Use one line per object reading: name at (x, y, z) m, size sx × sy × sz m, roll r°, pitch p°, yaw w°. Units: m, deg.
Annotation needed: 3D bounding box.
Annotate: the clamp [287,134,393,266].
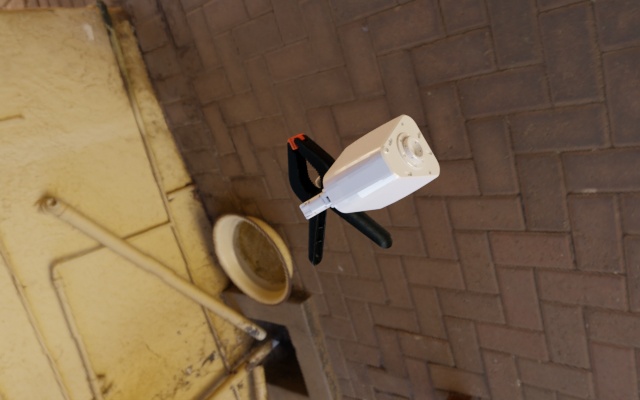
clamp at (0.000, 0.002, 0.728) m, size 0.164 × 0.210 × 0.036 m, roll -30°, pitch 0°, yaw 42°
